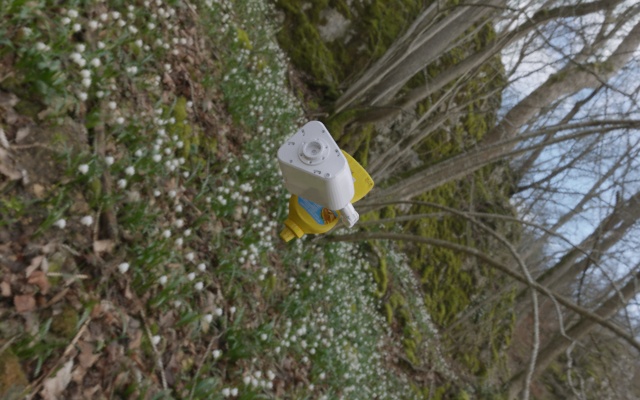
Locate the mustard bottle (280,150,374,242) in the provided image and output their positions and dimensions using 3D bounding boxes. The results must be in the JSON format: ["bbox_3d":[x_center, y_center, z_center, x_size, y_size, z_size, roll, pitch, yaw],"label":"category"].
[{"bbox_3d":[0.000,0.003,0.869,0.191,0.096,0.058,-44,1,-12],"label":"mustard bottle"}]
